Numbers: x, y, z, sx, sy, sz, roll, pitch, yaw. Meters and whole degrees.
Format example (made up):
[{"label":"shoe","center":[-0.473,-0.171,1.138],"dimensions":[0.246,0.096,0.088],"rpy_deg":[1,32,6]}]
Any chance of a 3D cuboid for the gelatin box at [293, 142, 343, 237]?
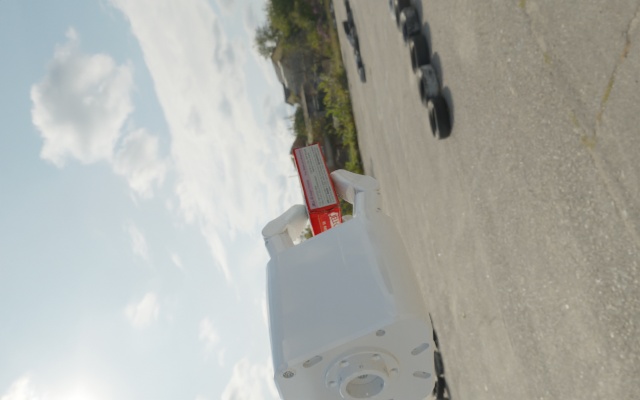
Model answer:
[{"label":"gelatin box","center":[0.000,0.001,0.454],"dimensions":[0.030,0.089,0.073],"rpy_deg":[-15,-43,-3]}]
